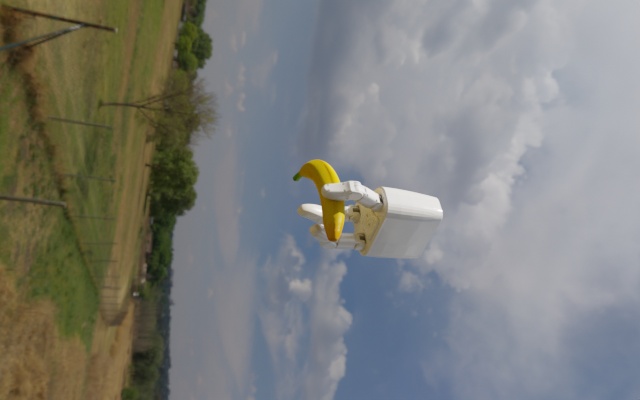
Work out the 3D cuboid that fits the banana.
[{"bbox_3d":[0.005,-0.015,0.751,0.037,0.070,0.197,10,26,-25],"label":"banana"}]
